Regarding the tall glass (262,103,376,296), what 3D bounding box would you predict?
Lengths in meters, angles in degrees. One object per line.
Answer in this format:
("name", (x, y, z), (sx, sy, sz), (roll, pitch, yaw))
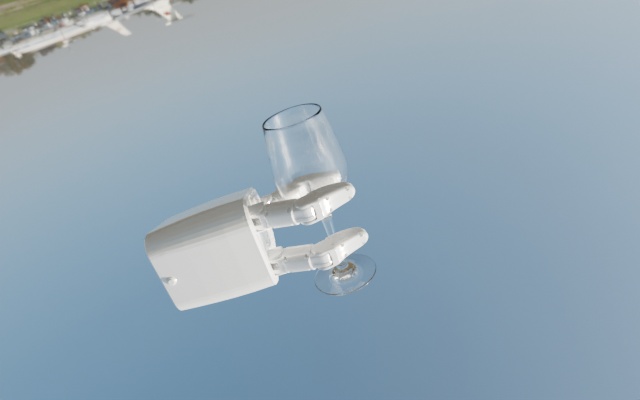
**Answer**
("tall glass", (0.000, 0.002, 0.511), (0.079, 0.201, 0.079), (-15, 27, 8))
